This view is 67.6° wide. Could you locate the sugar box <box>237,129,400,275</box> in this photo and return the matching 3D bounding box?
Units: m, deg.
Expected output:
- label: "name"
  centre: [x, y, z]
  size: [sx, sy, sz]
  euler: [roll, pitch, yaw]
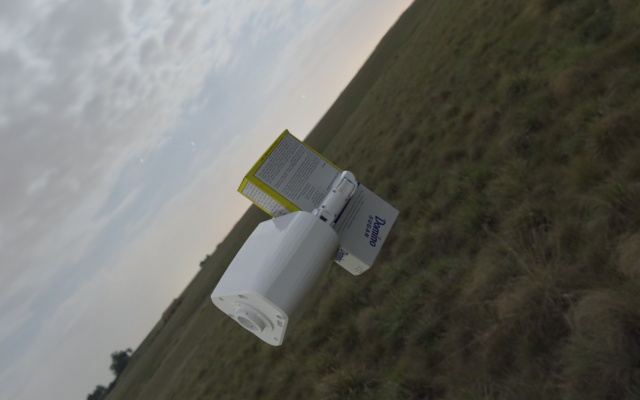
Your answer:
- label: "sugar box"
  centre: [0.000, 0.002, 0.571]
  size: [0.176, 0.093, 0.048]
  euler: [38, -34, -6]
